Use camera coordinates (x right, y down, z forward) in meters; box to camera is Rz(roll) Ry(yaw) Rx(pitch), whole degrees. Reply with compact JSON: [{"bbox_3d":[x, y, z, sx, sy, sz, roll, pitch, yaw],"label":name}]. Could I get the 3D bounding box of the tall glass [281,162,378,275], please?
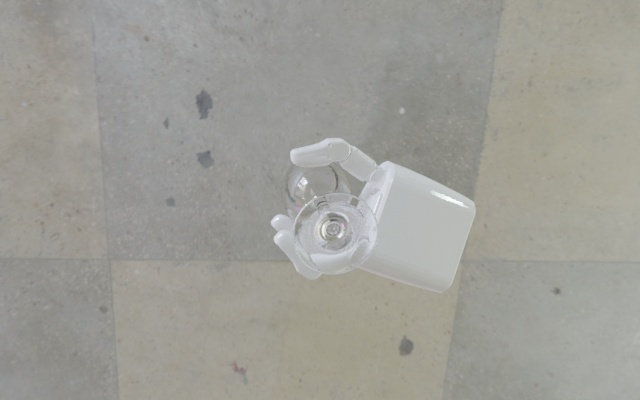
[{"bbox_3d":[0.000,0.002,0.497,0.079,0.079,0.201,0,16,-8],"label":"tall glass"}]
